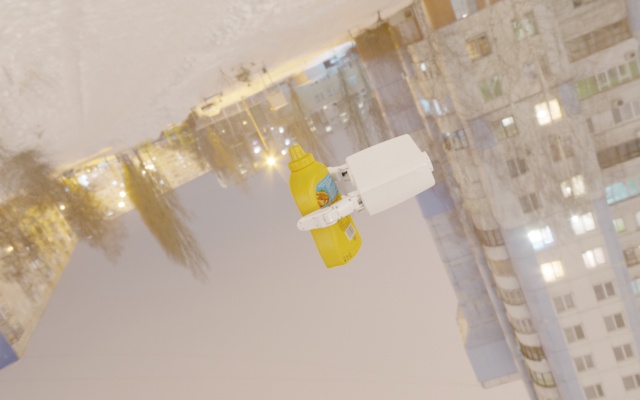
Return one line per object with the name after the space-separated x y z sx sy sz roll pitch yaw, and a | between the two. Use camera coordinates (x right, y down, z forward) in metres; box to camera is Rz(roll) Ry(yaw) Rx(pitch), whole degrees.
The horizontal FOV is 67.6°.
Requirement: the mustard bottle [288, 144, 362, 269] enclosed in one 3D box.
0.000 0.003 0.740 0.058 0.192 0.096 -17 16 29 | mustard bottle
